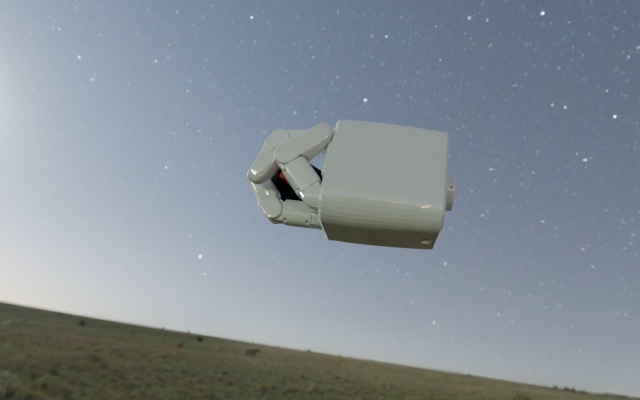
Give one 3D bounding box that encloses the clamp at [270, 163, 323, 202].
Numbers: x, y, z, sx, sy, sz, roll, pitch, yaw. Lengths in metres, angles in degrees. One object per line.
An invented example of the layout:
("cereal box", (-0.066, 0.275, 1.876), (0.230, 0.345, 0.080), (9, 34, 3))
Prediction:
("clamp", (0.000, 0.001, 0.540), (0.120, 0.039, 0.171), (7, -18, 10))
